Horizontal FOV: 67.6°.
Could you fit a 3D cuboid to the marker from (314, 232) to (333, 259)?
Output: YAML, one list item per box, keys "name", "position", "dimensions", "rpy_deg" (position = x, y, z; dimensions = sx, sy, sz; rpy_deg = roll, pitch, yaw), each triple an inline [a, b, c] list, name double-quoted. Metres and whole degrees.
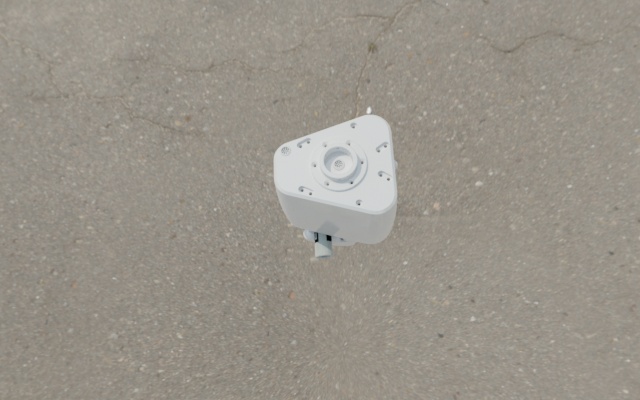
- name: "marker"
  position: [0.000, 0.002, 0.518]
  dimensions: [0.020, 0.121, 0.020]
  rpy_deg: [-4, -17, -1]
